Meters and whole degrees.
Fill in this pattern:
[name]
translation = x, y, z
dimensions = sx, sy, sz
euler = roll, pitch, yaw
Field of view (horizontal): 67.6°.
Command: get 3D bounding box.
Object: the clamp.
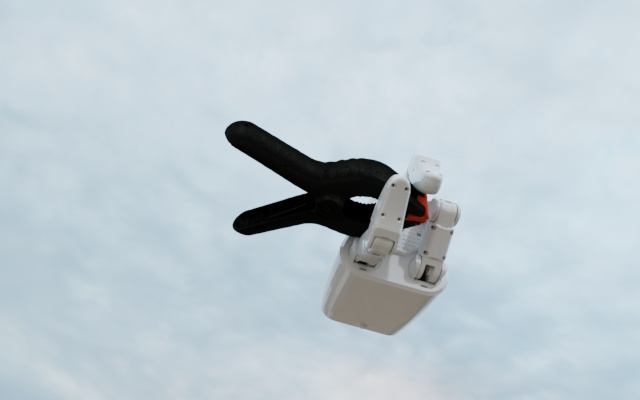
[clamp]
translation = 0.000, 0.001, 0.401
dimensions = 0.171, 0.039, 0.120
euler = 16, -38, -3
